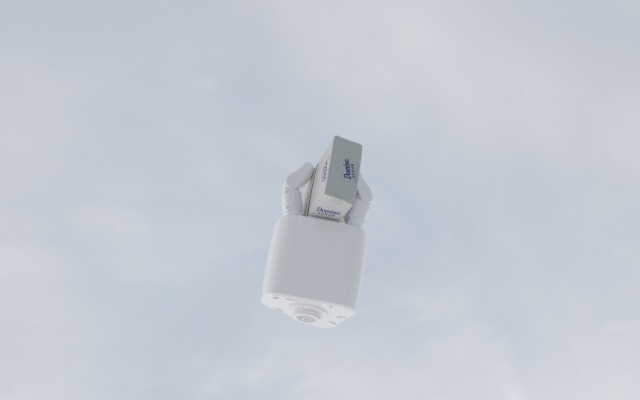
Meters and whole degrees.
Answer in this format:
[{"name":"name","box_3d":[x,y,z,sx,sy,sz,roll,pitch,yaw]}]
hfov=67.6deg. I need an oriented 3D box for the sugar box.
[{"name":"sugar box","box_3d":[0.001,0.002,0.645,0.048,0.093,0.176,19,-33,-14]}]
